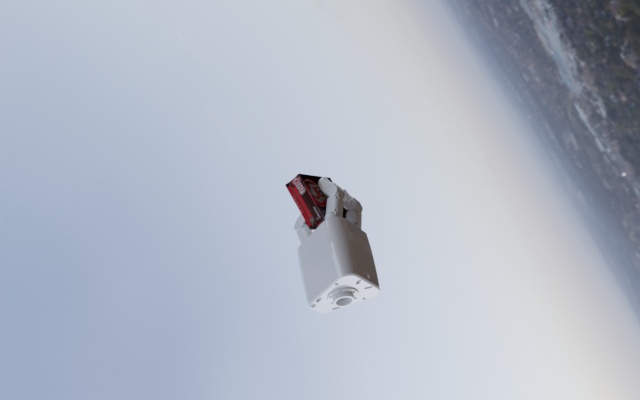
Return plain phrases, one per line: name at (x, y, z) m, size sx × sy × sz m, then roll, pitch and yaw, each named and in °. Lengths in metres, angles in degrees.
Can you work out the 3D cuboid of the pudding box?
pudding box at (0.000, 0.003, 0.812) m, size 0.039 × 0.090 × 0.113 m, roll -35°, pitch -17°, yaw 21°
